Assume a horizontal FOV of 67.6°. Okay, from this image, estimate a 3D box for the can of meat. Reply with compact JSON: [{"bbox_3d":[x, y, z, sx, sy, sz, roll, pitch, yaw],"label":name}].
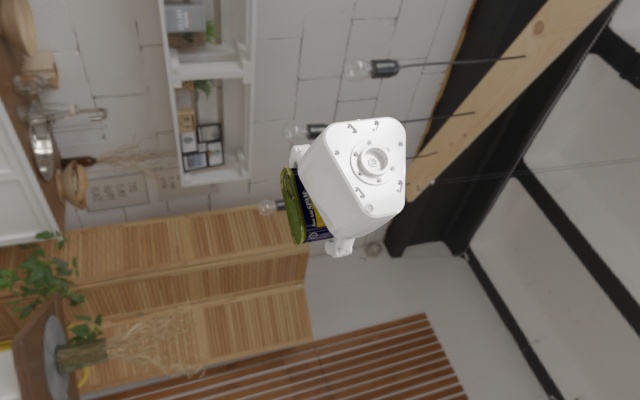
[{"bbox_3d":[0.000,0.002,0.626,0.084,0.102,0.057,-9,-15,-17],"label":"can of meat"}]
